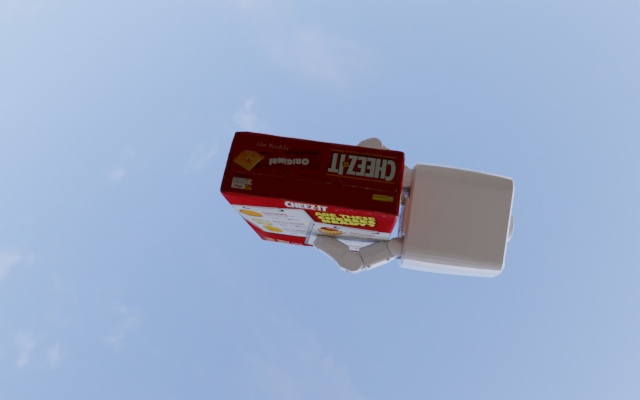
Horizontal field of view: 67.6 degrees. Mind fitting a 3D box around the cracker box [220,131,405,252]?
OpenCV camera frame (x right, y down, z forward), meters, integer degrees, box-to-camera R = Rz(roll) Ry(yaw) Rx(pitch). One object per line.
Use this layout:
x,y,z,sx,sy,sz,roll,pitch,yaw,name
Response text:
0.000,0.002,0.531,0.164,0.072,0.214,7,-16,6,cracker box
